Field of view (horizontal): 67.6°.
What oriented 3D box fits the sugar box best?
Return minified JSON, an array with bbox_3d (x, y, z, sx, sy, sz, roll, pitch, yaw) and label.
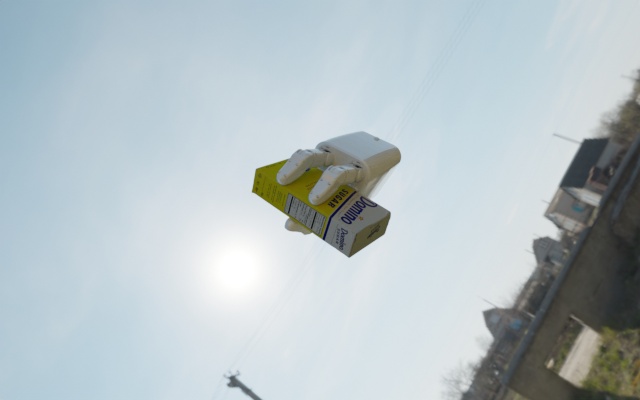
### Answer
[{"bbox_3d":[0.000,0.002,0.653,0.176,0.048,0.093,29,32,26],"label":"sugar box"}]
